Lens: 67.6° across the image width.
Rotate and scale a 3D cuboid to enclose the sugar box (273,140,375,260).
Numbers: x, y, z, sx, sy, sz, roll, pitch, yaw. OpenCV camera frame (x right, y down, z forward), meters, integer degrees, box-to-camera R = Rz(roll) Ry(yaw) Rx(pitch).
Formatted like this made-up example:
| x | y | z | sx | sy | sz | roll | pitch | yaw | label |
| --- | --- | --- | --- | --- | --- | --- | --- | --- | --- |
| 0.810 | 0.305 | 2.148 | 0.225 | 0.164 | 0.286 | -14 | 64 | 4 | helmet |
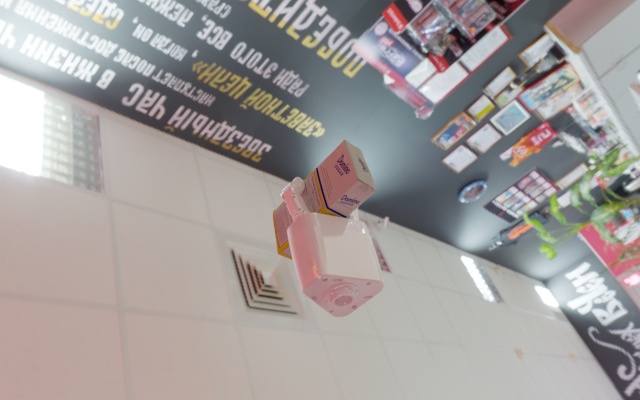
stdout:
| x | y | z | sx | sy | sz | roll | pitch | yaw | label |
| --- | --- | --- | --- | --- | --- | --- | --- | --- | --- |
| 0.000 | 0.003 | 0.713 | 0.048 | 0.093 | 0.176 | 29 | -58 | -35 | sugar box |
